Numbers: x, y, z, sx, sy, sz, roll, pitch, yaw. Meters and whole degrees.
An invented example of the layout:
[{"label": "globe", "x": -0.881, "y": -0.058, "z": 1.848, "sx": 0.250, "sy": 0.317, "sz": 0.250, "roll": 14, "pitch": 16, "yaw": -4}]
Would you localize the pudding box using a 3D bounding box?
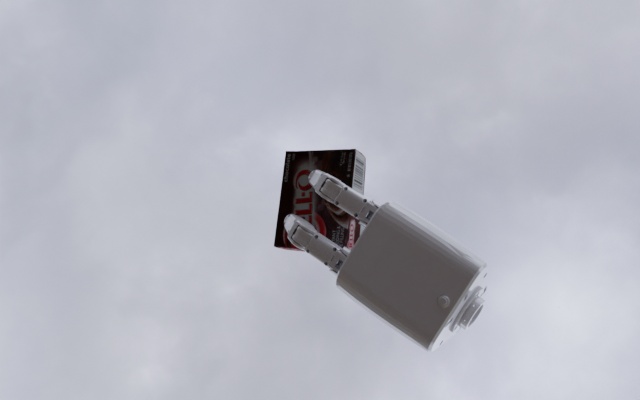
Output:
[{"label": "pudding box", "x": 0.000, "y": 0.002, "z": 0.527, "sx": 0.090, "sy": 0.113, "sz": 0.039, "roll": 2, "pitch": -11, "yaw": 29}]
